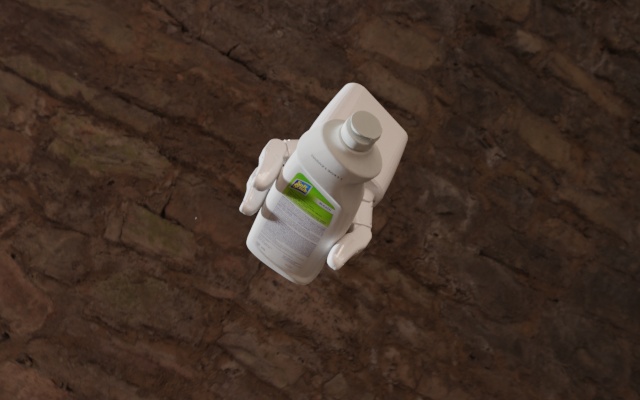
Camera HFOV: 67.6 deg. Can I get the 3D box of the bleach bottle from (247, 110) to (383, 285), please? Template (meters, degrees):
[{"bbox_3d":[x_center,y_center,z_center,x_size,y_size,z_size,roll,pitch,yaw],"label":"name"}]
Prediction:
[{"bbox_3d":[0.000,0.002,0.493,0.102,0.068,0.251,34,-37,-3],"label":"bleach bottle"}]
